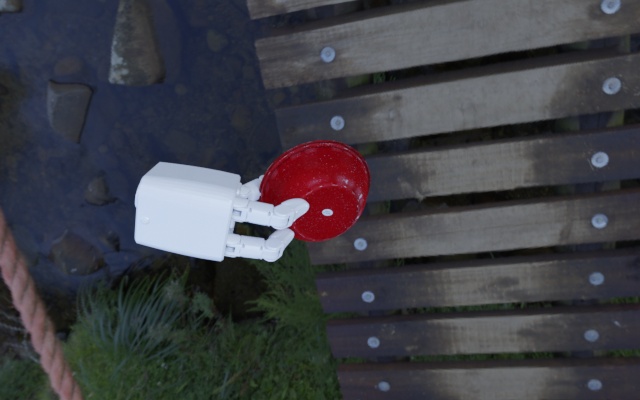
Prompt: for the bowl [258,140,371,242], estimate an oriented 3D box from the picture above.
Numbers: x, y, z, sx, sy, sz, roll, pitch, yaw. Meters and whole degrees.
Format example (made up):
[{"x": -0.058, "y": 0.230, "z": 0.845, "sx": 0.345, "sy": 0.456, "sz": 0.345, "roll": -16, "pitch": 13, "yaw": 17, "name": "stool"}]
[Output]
[{"x": 0.002, "y": 0.002, "z": 0.644, "sx": 0.162, "sy": 0.162, "sz": 0.055, "roll": 0, "pitch": 35, "yaw": -20, "name": "bowl"}]
